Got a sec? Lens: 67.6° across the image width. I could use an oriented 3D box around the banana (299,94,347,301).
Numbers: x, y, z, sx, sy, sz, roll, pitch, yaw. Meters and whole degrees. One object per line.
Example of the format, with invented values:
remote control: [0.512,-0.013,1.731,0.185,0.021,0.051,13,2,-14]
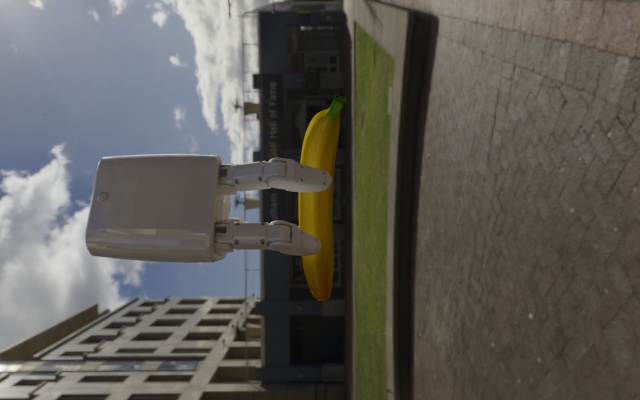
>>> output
banana: [-0.002,-0.003,0.480,0.037,0.198,0.069,3,3,-8]
